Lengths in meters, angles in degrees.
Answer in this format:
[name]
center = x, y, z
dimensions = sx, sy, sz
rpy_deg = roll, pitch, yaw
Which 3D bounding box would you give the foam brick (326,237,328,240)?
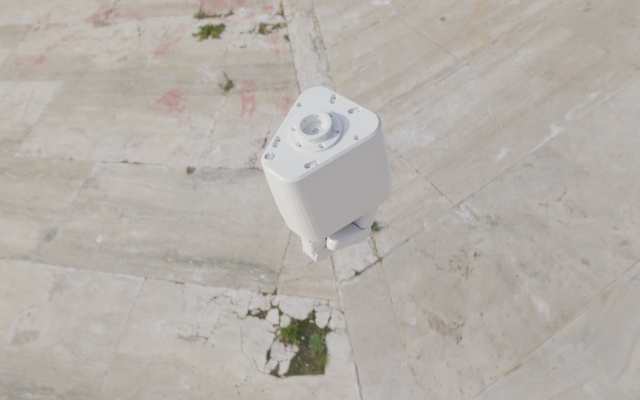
[foam brick]
center = 0.000, 0.002, 0.544
dimensions = 0.078, 0.053, 0.051
rpy_deg = 34, -19, 29
